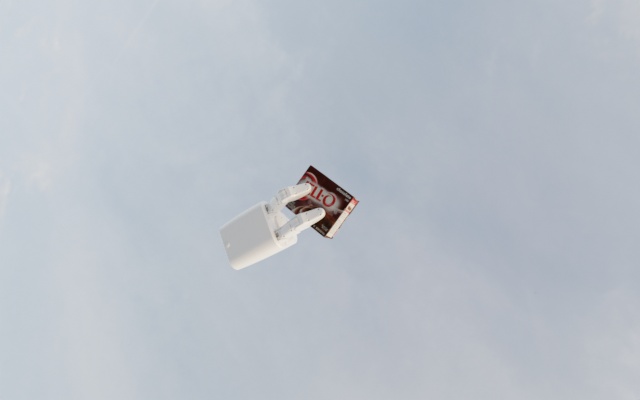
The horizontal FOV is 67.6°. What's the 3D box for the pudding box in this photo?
[{"bbox_3d":[0.000,0.003,0.867,0.113,0.090,0.039,37,4,24],"label":"pudding box"}]
